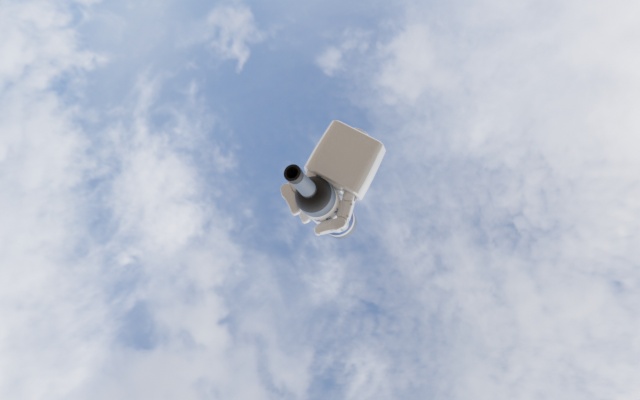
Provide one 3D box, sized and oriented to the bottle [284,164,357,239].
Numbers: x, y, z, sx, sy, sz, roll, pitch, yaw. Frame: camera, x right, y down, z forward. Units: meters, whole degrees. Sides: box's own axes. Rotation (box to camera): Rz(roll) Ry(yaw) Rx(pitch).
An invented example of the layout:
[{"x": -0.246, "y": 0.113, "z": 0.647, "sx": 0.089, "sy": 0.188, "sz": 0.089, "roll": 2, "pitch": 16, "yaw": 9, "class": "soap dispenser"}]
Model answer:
[{"x": 0.000, "y": 0.003, "z": 0.845, "sx": 0.069, "sy": 0.069, "sz": 0.296, "roll": 0, "pitch": -18, "yaw": 18, "class": "bottle"}]
